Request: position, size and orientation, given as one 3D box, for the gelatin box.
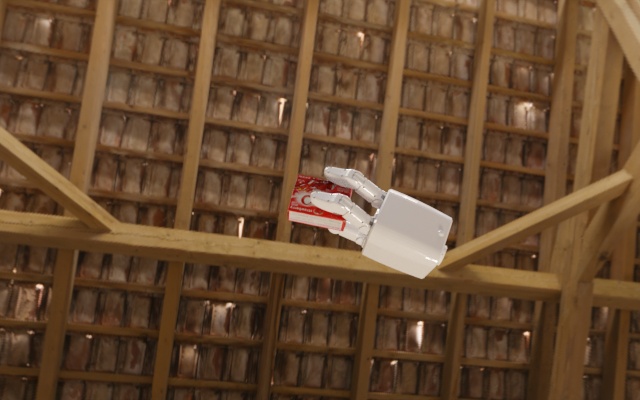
[{"bbox_3d":[0.000,0.003,0.729,0.089,0.073,0.030,11,-38,3],"label":"gelatin box"}]
